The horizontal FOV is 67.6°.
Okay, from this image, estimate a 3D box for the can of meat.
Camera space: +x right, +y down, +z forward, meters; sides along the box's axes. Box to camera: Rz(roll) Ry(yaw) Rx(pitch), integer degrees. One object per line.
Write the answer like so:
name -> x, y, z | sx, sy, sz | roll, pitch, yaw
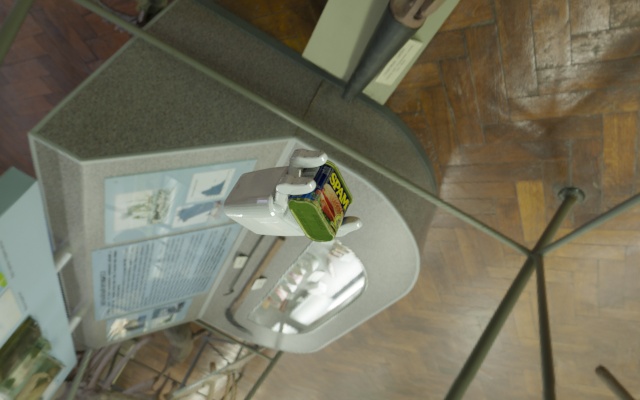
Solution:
can of meat -> 0.000, 0.003, 0.733 | 0.057, 0.084, 0.102 | 0, -43, 32
